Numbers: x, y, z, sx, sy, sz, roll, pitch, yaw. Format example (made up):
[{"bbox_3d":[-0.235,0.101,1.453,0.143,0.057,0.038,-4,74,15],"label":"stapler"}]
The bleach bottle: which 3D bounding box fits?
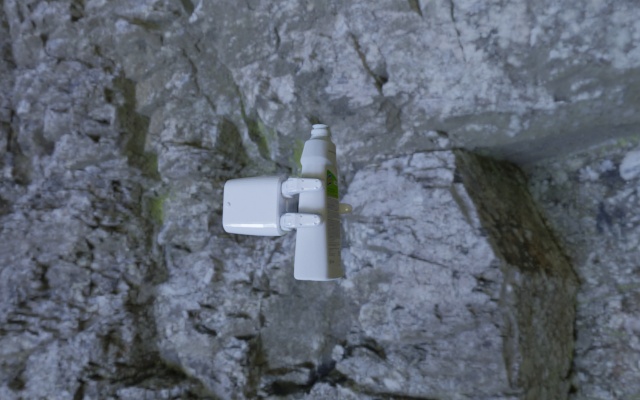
[{"bbox_3d":[0.000,0.003,0.788,0.068,0.251,0.102,0,-6,18],"label":"bleach bottle"}]
